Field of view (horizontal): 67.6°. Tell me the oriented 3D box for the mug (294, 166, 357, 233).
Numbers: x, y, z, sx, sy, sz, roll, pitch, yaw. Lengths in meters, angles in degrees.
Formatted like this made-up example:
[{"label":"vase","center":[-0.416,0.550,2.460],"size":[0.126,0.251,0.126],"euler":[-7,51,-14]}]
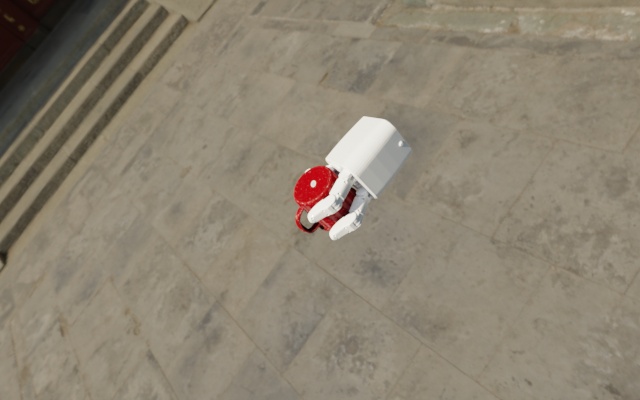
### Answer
[{"label":"mug","center":[-0.001,0.004,0.823],"size":[0.081,0.117,0.093],"euler":[43,-5,-39]}]
